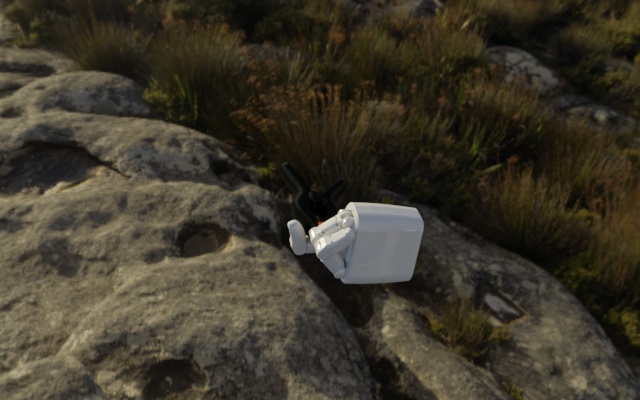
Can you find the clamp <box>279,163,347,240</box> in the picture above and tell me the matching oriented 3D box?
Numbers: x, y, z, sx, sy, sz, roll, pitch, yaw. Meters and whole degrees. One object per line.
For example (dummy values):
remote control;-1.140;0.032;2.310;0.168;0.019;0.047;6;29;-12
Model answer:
clamp;0.000;0.002;0.768;0.120;0.039;0.171;5;40;-18
